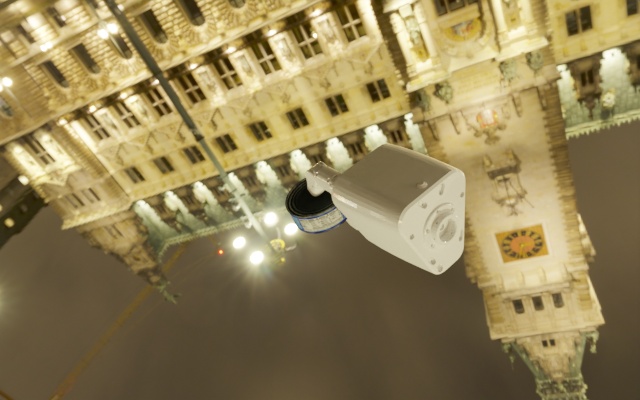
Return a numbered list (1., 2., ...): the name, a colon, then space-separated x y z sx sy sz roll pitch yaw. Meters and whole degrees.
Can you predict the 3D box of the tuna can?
1. tuna can: 0.000 0.002 0.615 0.086 0.034 0.086 -16 38 13
